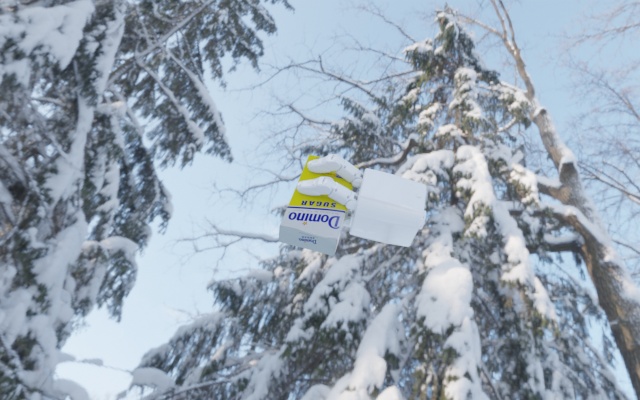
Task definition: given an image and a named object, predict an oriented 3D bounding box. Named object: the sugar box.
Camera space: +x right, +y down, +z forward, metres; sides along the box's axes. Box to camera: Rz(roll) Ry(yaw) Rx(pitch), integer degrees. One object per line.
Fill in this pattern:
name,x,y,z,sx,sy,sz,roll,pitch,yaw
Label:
sugar box,0.000,0.002,0.787,0.093,0.048,0.176,14,44,5
